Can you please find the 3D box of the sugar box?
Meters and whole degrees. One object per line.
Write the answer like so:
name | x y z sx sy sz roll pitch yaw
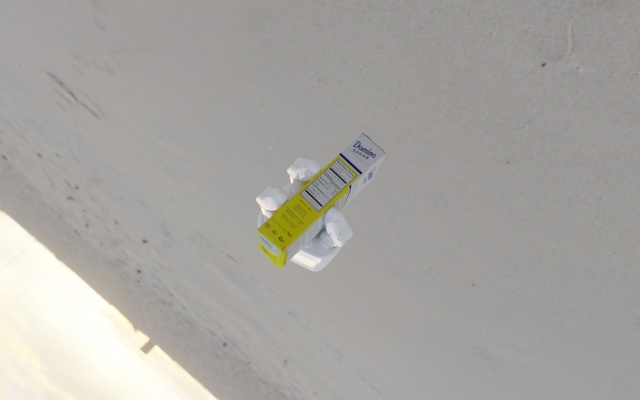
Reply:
sugar box | 0.000 0.002 0.588 0.048 0.176 0.093 41 -19 9
